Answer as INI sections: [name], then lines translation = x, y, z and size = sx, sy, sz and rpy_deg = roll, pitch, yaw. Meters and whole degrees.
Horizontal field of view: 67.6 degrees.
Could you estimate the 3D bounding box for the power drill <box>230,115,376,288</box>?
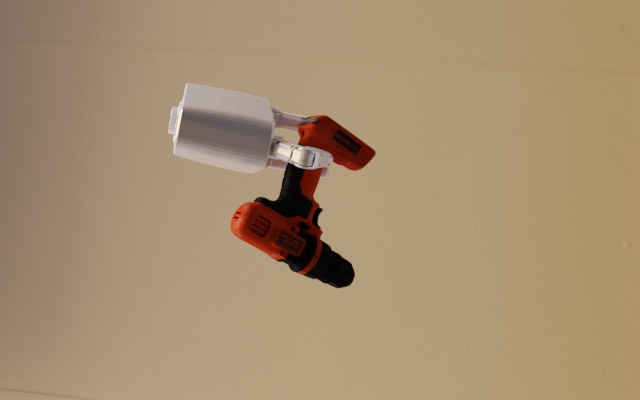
[power drill]
translation = 0.000, 0.001, 0.609
size = 0.184, 0.187, 0.057
rpy_deg = 33, -16, -29
